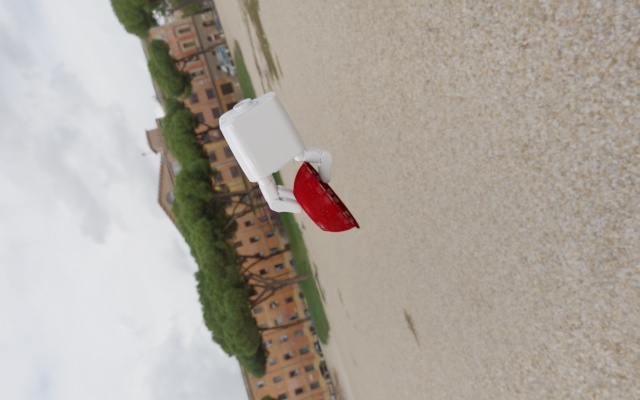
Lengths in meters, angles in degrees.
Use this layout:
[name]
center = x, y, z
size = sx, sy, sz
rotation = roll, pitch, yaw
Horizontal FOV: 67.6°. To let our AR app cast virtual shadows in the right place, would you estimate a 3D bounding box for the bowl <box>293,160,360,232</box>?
[bowl]
center = 0.001, 0.004, 0.855
size = 0.055, 0.162, 0.162
rotation = -40, -5, 5
